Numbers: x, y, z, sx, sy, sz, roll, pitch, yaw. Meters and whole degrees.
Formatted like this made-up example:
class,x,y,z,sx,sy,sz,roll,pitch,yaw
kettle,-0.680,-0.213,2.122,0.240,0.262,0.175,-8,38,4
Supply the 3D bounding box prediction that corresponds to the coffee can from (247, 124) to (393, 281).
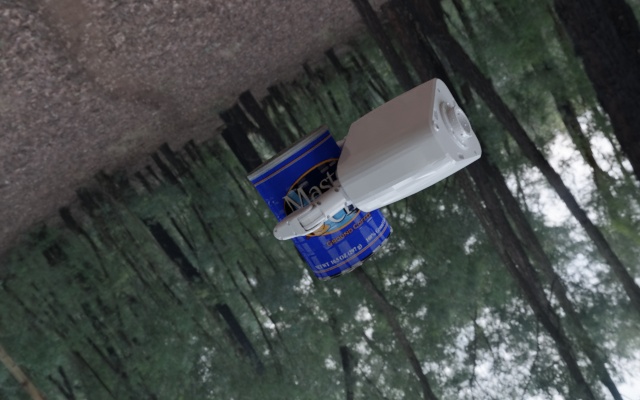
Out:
class,x,y,z,sx,sy,sz,roll,pitch,yaw
coffee can,0.000,0.002,0.530,0.103,0.140,0.103,-33,9,6
